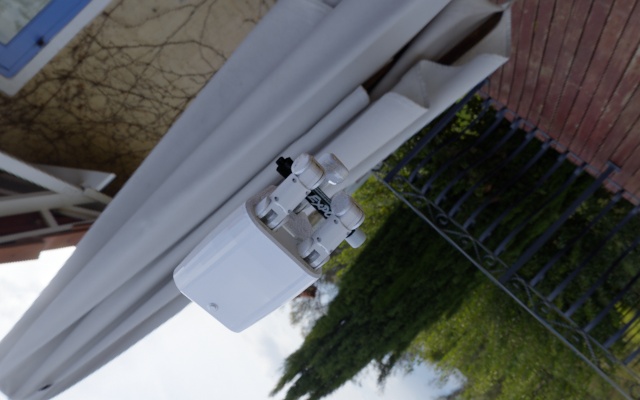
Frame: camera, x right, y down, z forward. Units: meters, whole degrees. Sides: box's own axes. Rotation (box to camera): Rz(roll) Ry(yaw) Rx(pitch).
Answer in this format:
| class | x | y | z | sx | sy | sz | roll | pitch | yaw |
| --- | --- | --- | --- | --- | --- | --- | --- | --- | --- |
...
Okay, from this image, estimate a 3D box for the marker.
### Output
| class | x | y | z | sx | sy | sz | roll | pitch | yaw |
| --- | --- | --- | --- | --- | --- | --- | --- | --- | --- |
| marker | 0.000 | 0.002 | 0.478 | 0.121 | 0.020 | 0.020 | 45 | -17 | -17 |
